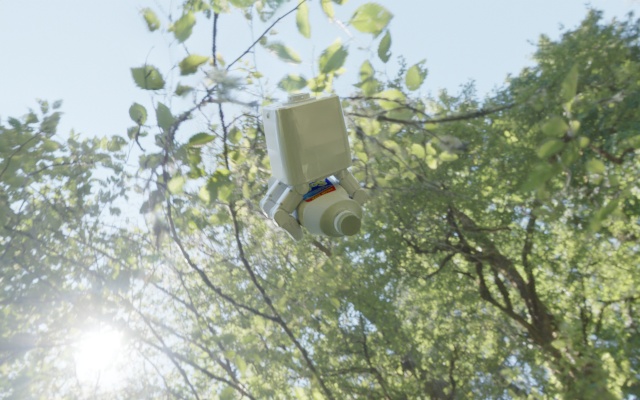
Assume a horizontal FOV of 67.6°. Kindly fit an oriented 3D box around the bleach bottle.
[{"bbox_3d":[0.000,0.002,0.712,0.102,0.068,0.250,-16,18,-18],"label":"bleach bottle"}]
